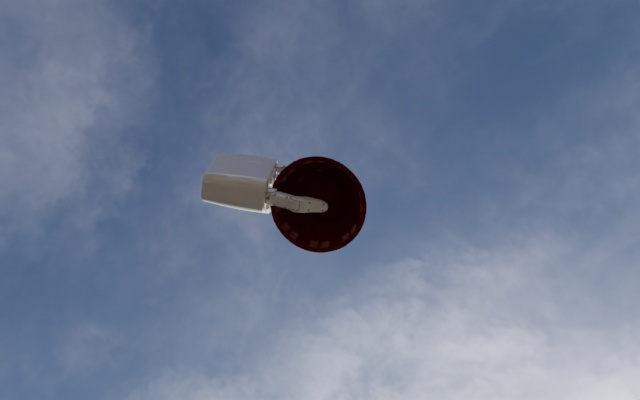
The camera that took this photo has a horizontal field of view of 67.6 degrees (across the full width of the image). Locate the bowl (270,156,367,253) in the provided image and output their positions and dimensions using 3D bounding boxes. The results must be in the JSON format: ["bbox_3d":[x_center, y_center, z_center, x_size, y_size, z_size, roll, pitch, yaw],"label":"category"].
[{"bbox_3d":[0.001,0.003,0.800,0.162,0.162,0.055,0,13,13],"label":"bowl"}]
